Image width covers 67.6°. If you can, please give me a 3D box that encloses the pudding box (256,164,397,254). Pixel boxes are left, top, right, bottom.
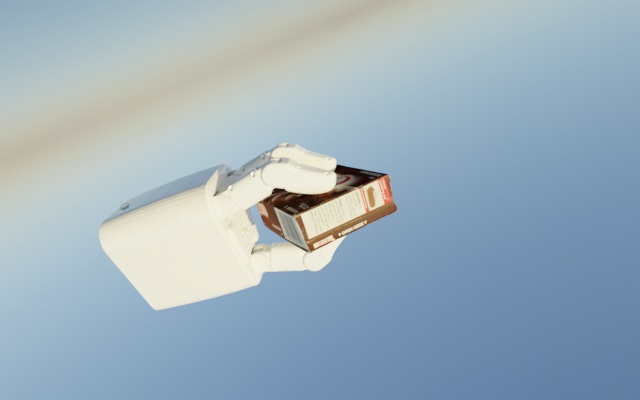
[{"bbox_3d":[0.000,0.002,0.429,0.090,0.039,0.113,-25,20,-19],"label":"pudding box"}]
